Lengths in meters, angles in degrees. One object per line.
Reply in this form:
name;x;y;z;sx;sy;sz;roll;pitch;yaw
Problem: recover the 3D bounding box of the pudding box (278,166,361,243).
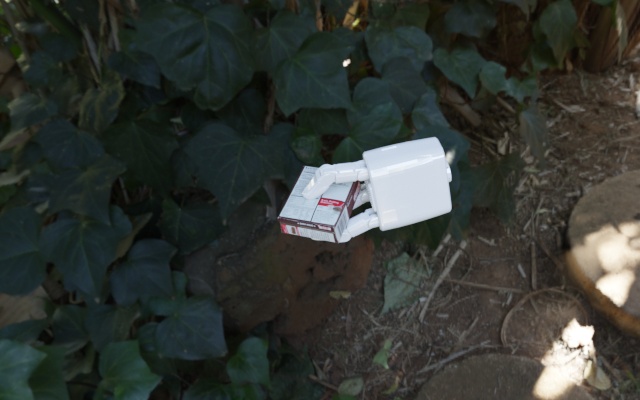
pudding box;0.000;0.002;0.700;0.090;0.113;0.039;8;-42;21
